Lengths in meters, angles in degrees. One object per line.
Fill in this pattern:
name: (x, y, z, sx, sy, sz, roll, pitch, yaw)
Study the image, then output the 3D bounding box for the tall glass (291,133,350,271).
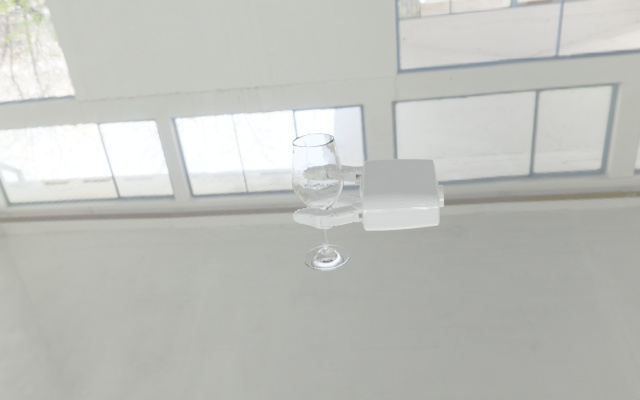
tall glass: (0.000, 0.003, 0.725, 0.079, 0.201, 0.079, -6, 25, 3)
